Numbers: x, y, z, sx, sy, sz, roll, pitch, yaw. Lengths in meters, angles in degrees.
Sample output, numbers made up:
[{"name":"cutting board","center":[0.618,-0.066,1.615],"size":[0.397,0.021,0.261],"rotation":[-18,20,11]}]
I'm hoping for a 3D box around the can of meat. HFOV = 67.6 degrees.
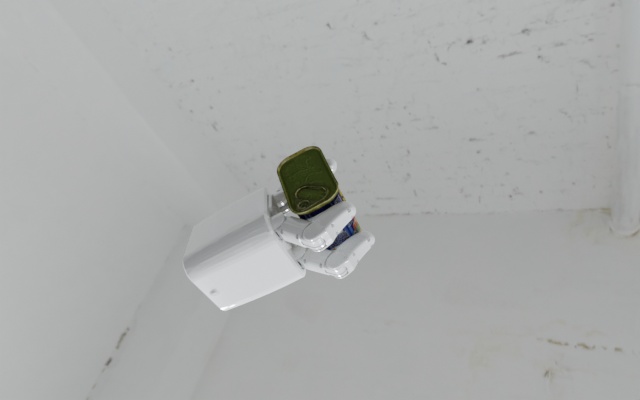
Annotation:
[{"name":"can of meat","center":[0.000,0.002,0.543],"size":[0.057,0.084,0.102],"rotation":[-28,40,3]}]
